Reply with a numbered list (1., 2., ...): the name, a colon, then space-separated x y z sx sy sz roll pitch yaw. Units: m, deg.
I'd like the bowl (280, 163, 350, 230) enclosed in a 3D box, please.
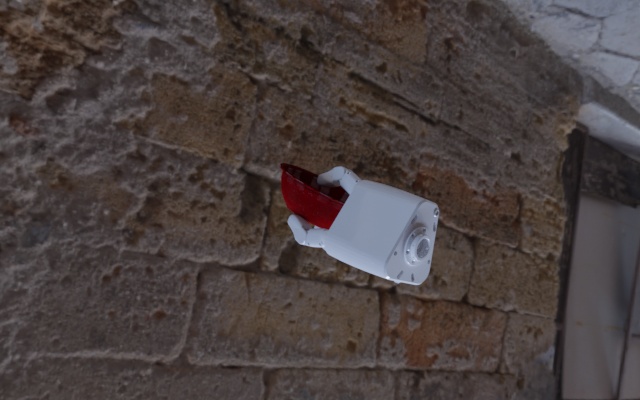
1. bowl: -0.001 0.002 0.732 0.162 0.055 0.162 26 10 -5
